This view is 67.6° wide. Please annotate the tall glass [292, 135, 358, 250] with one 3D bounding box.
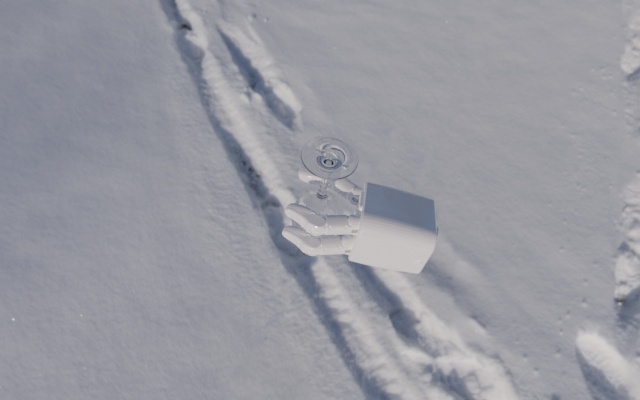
[{"bbox_3d":[0.000,0.002,0.688,0.079,0.079,0.201,0,-36,-9],"label":"tall glass"}]
